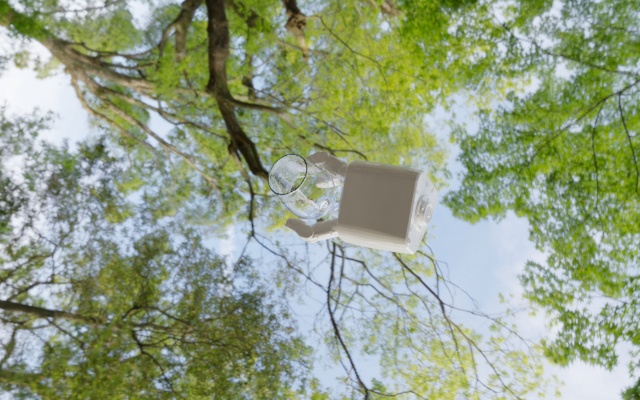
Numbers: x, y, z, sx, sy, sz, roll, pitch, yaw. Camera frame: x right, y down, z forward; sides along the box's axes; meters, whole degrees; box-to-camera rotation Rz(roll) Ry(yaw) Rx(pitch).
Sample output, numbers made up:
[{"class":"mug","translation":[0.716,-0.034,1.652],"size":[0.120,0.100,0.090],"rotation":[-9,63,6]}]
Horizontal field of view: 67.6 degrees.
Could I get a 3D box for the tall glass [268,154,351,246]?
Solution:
[{"class":"tall glass","translation":[0.000,0.003,0.720],"size":[0.079,0.079,0.201],"rotation":[0,-22,30]}]
